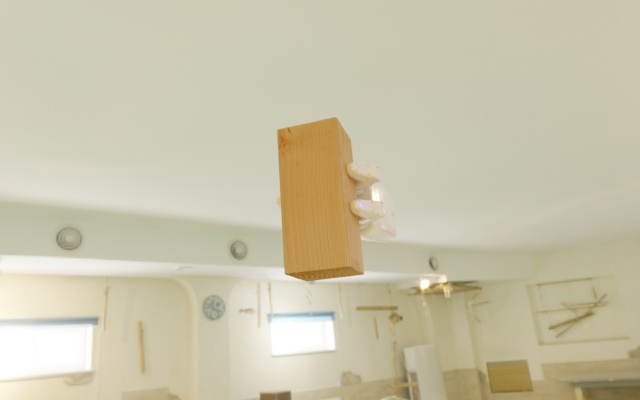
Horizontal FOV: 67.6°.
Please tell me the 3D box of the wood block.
[{"bbox_3d":[0.000,0.002,0.672,0.091,0.206,0.090,-10,-18,16],"label":"wood block"}]
